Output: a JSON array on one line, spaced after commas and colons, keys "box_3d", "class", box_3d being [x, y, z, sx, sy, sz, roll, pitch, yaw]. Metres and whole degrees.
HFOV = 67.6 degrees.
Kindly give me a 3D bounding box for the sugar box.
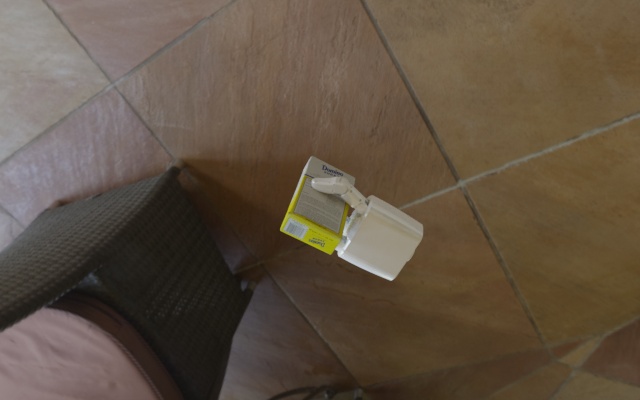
[{"box_3d": [0.000, 0.003, 0.803, 0.093, 0.048, 0.176, 27, 34, -6], "class": "sugar box"}]
